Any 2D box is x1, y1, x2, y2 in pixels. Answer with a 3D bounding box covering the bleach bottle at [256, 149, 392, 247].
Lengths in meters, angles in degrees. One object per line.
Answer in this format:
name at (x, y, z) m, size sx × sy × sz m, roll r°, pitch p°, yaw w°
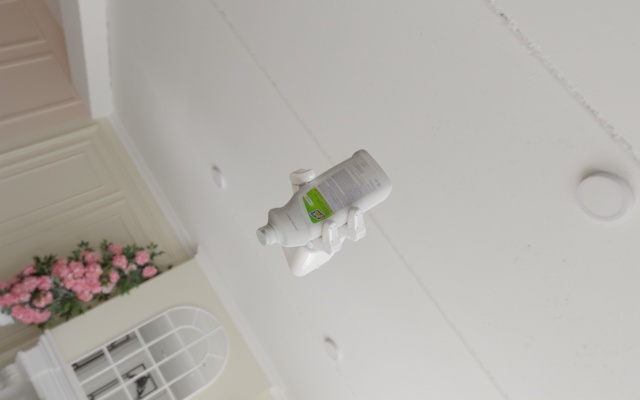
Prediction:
bleach bottle at (0.000, 0.003, 0.798) m, size 0.251 × 0.102 × 0.068 m, roll -27°, pitch -20°, yaw -31°
